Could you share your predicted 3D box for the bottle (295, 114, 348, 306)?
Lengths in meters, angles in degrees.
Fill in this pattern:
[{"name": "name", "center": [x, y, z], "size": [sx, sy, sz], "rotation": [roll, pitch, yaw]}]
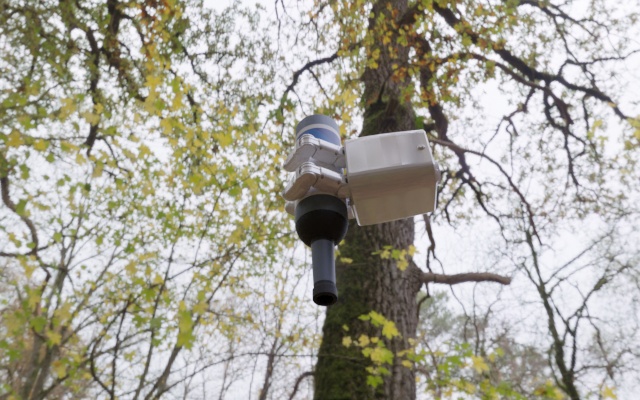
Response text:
[{"name": "bottle", "center": [0.000, 0.002, 0.616], "size": [0.069, 0.295, 0.069], "rotation": [-1, -44, -1]}]
